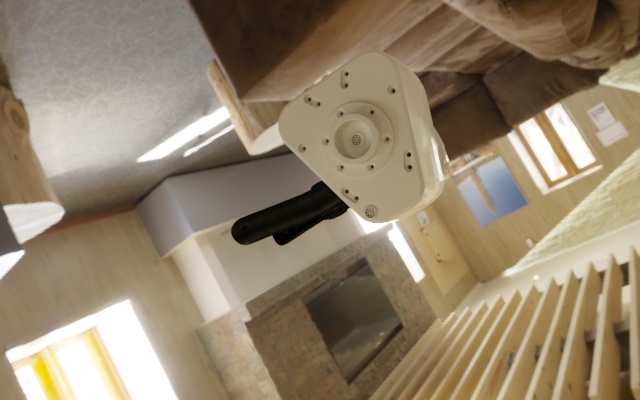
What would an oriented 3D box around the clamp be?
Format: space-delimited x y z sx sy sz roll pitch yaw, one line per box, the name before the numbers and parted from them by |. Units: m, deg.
clamp | 0.001 0.002 0.451 0.171 0.039 0.120 -31 -7 19
